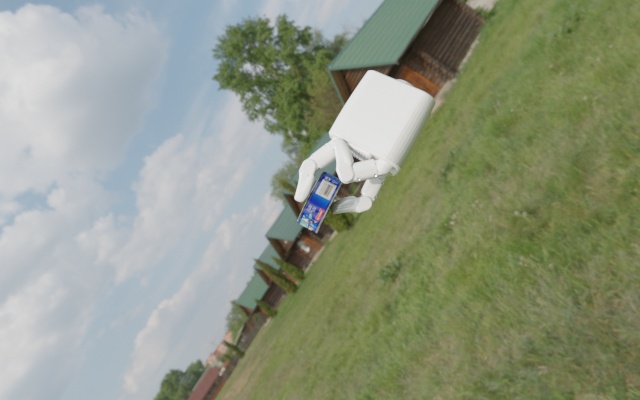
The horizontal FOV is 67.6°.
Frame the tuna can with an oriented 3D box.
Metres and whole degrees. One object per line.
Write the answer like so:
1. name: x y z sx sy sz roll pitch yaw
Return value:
1. tuna can: 0.000 0.002 0.687 0.034 0.086 0.086 27 1 2
